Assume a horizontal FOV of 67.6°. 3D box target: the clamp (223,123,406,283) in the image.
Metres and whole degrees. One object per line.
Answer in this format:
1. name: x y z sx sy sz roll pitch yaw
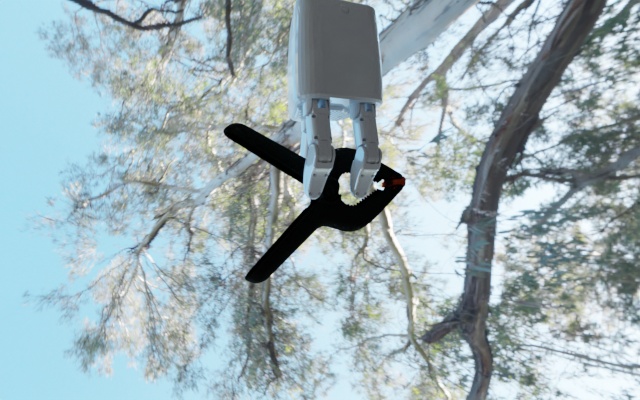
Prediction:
1. clamp: 0.000 0.002 0.525 0.210 0.164 0.036 -1 -3 -24
